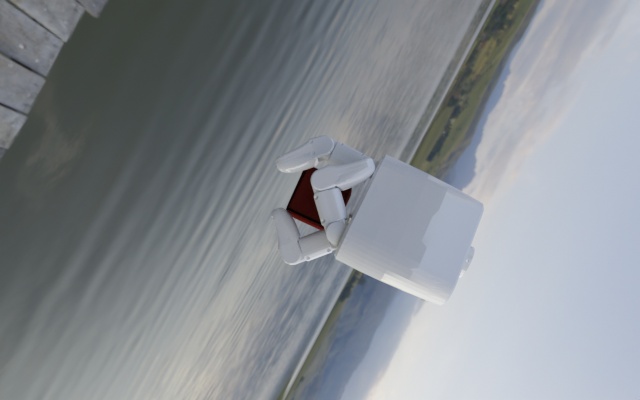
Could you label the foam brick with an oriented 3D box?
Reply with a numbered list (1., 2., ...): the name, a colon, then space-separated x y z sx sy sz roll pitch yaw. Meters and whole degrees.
1. foam brick: 0.000 0.002 0.511 0.051 0.053 0.078 23 -6 6
